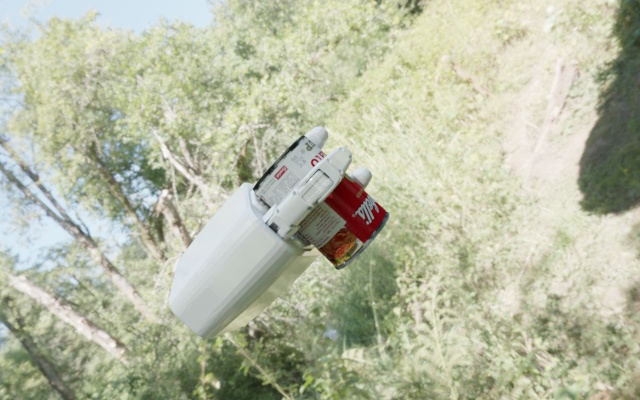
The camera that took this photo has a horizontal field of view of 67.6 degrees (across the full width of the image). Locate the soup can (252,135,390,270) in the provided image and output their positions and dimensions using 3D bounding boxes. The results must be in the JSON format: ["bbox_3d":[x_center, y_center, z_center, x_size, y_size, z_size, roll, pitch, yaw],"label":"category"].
[{"bbox_3d":[0.000,0.001,0.416,0.102,0.068,0.068,43,-3,-3],"label":"soup can"}]
